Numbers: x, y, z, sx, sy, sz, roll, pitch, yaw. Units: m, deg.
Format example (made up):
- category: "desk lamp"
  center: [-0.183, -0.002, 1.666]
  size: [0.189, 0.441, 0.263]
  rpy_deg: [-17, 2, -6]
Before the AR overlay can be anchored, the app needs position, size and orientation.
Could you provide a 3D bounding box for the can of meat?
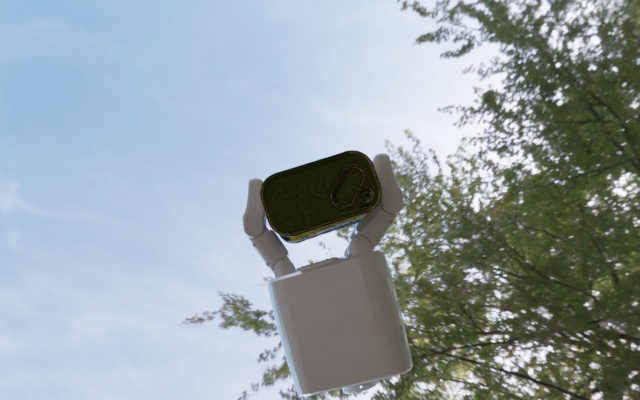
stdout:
- category: "can of meat"
  center: [0.000, 0.001, 0.447]
  size: [0.102, 0.057, 0.084]
  rpy_deg: [-18, -11, -4]
